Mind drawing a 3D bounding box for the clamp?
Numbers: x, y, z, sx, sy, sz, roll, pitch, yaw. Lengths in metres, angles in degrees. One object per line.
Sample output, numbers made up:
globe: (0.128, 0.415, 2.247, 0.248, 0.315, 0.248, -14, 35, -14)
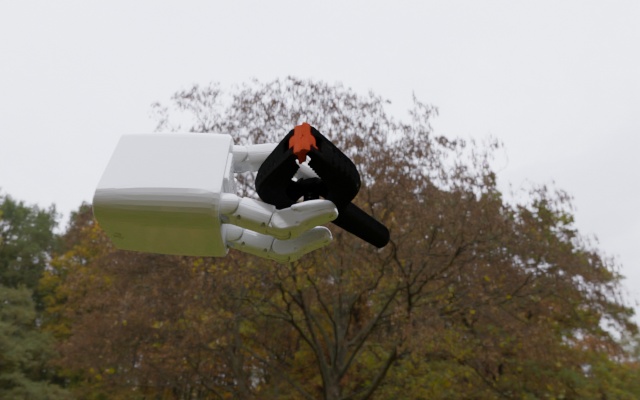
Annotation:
clamp: (0.000, 0.001, 0.460, 0.164, 0.036, 0.210, 1, -29, -4)
